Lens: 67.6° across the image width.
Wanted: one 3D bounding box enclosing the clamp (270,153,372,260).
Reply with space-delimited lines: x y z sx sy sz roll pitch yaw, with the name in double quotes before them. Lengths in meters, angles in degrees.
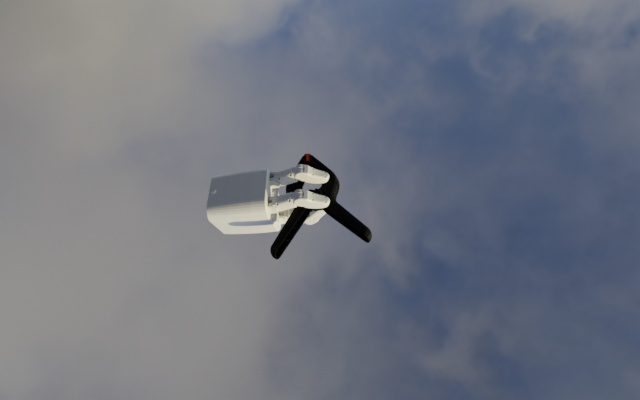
"clamp" 0.000 0.003 0.820 0.164 0.209 0.036 -4 -38 5
